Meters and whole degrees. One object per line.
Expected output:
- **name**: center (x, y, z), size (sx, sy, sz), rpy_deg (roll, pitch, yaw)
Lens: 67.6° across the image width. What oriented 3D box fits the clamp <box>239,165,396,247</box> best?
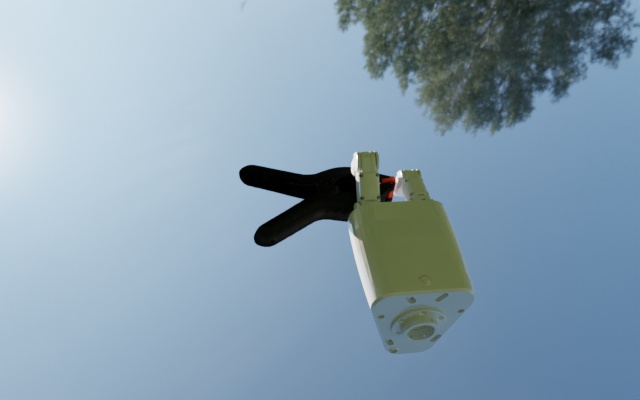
- **clamp**: center (0.000, 0.002, 0.502), size (0.171, 0.039, 0.120), rpy_deg (-2, 45, -6)
